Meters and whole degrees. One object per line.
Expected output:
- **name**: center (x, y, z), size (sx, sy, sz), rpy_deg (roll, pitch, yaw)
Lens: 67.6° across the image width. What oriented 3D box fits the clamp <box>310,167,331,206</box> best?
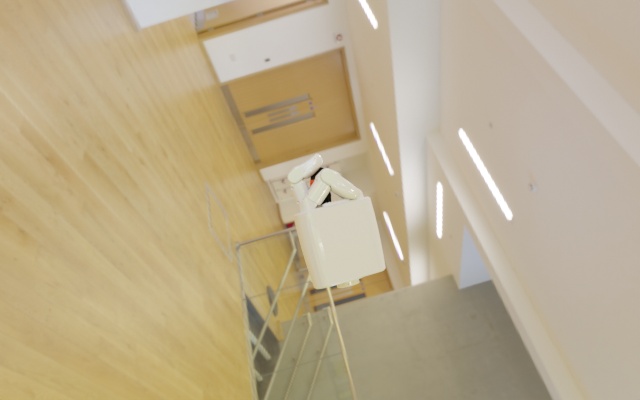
- **clamp**: center (0.001, 0.002, 0.774), size (0.039, 0.120, 0.171), rpy_deg (-12, -3, 1)
